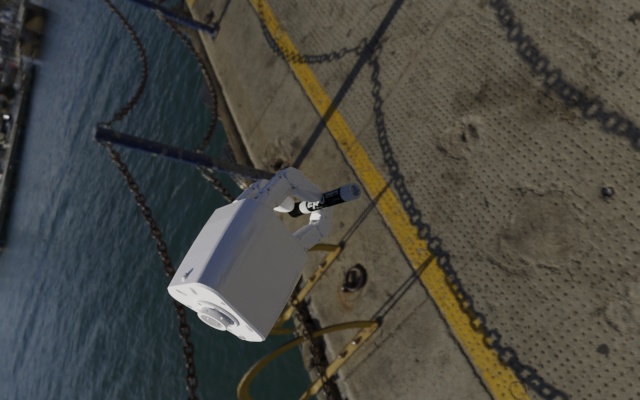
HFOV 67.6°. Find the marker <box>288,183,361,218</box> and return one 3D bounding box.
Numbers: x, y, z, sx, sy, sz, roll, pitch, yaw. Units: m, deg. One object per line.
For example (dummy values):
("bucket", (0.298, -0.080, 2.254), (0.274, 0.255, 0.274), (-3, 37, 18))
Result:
("marker", (0.000, 0.002, 0.568), (0.020, 0.020, 0.121), (0, -12, -40))
